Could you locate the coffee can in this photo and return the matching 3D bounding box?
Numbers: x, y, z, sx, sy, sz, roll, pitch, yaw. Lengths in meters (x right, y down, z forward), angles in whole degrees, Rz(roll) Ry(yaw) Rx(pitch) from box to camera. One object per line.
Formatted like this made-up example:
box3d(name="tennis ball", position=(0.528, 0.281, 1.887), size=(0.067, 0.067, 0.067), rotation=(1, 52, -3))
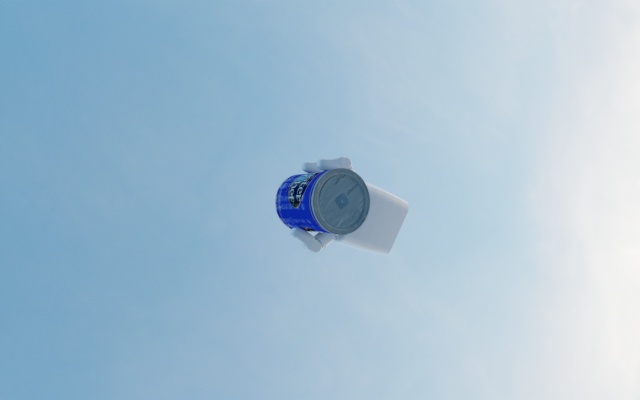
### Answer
box3d(name="coffee can", position=(0.000, 0.003, 0.787), size=(0.103, 0.103, 0.140), rotation=(0, -1, -29))
